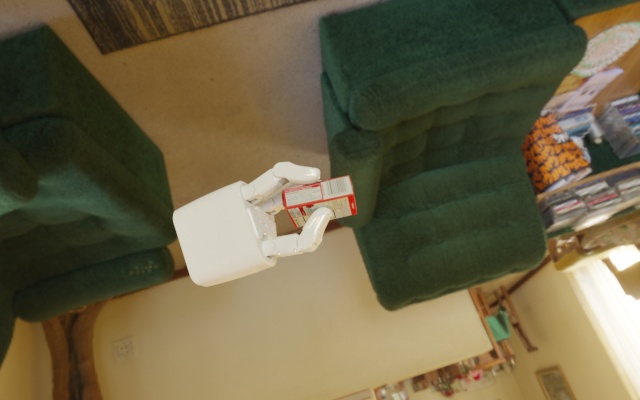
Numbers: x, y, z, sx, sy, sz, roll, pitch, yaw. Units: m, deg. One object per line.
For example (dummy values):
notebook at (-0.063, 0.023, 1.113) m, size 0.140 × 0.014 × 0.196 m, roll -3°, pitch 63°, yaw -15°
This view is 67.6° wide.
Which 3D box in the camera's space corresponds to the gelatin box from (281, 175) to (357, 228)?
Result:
gelatin box at (0.001, 0.002, 0.619) m, size 0.089 × 0.030 × 0.073 m, roll -12°, pitch -23°, yaw 4°
